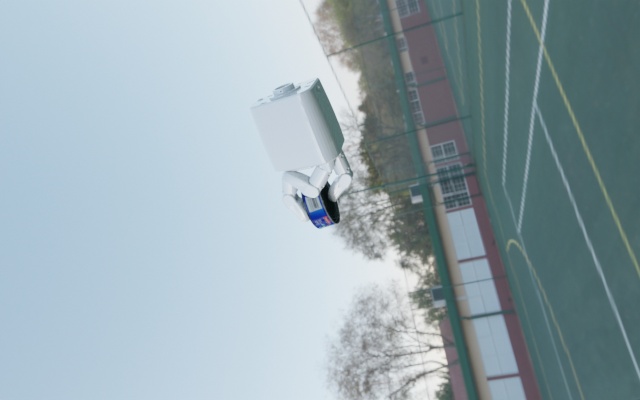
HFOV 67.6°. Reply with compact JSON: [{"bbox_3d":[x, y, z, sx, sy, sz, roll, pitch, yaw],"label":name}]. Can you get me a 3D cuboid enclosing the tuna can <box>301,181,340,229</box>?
[{"bbox_3d":[0.000,0.003,0.783,0.034,0.086,0.086,-19,-6,16],"label":"tuna can"}]
